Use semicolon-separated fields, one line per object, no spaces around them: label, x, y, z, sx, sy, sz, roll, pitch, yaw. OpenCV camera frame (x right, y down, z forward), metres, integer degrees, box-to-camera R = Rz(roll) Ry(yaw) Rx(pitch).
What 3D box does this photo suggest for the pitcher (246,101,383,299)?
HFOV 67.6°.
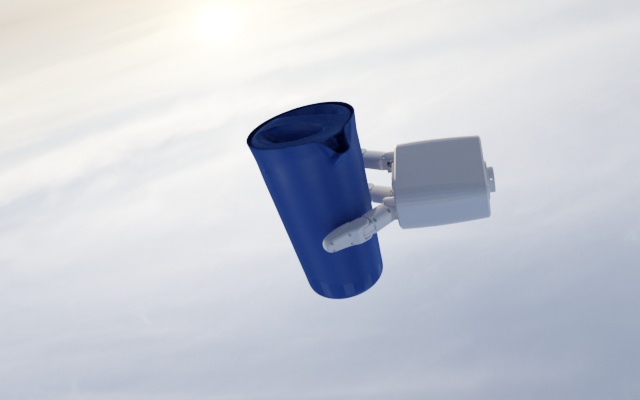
pitcher;0.000;0.002;0.624;0.145;0.243;0.149;-9;30;15
